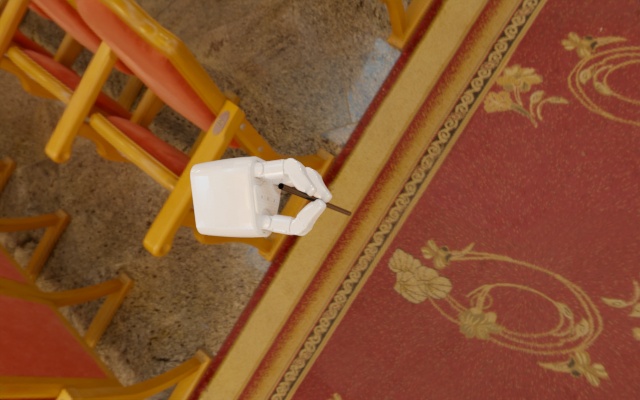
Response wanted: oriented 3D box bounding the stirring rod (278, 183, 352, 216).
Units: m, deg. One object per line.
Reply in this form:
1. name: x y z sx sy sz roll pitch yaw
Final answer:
1. stirring rod: 0.000 0.002 0.677 0.011 0.011 0.239 0 -9 23
